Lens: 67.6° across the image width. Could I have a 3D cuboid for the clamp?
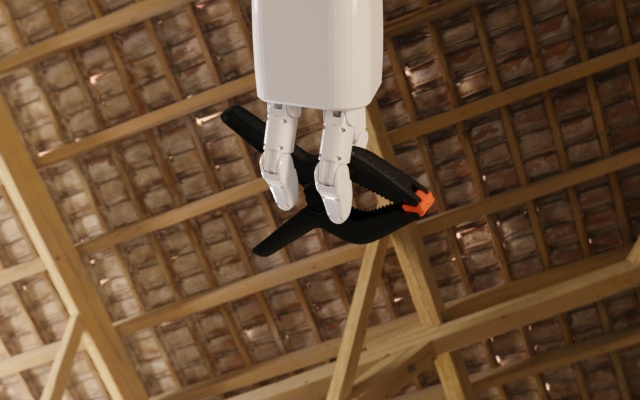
[{"bbox_3d":[0.001,0.001,0.452,0.210,0.165,0.036,13,33,27],"label":"clamp"}]
